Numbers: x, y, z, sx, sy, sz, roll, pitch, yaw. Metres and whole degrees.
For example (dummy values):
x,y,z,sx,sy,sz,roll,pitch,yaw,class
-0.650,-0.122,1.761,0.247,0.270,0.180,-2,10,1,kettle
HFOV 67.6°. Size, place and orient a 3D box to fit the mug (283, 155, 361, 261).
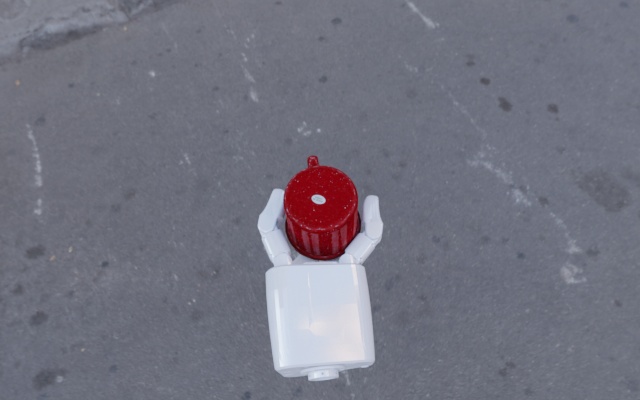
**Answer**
x,y,z,sx,sy,sz,roll,pitch,yaw,class
0.000,0.000,0.552,0.093,0.117,0.081,-7,-24,-1,mug
